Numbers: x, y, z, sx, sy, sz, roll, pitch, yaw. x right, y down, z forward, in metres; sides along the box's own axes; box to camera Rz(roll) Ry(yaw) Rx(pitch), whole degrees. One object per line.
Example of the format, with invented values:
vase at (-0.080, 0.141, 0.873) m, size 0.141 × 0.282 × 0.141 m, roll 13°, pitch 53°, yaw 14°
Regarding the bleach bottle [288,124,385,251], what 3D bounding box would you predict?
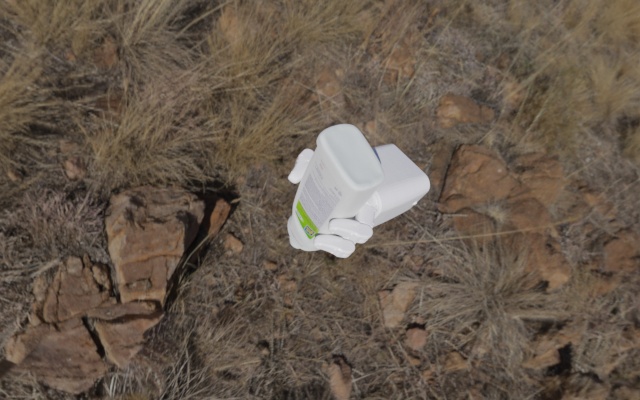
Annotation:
bleach bottle at (0.000, 0.002, 0.702) m, size 0.068 × 0.102 × 0.251 m, roll -21°, pitch -18°, yaw -31°
